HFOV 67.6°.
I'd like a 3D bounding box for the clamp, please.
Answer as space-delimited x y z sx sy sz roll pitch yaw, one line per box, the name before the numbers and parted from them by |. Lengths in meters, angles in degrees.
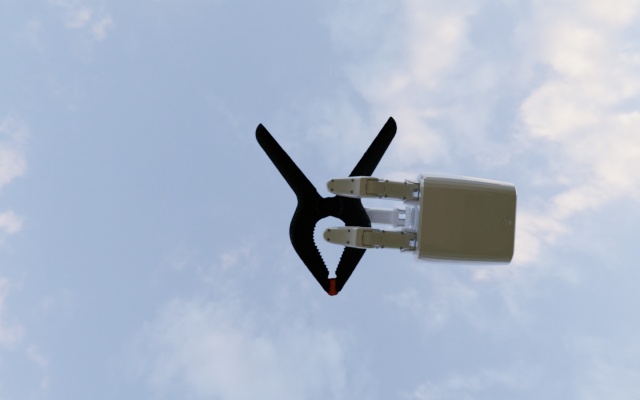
clamp | 0.000 0.002 0.553 0.164 0.210 0.036 4 -3 4
